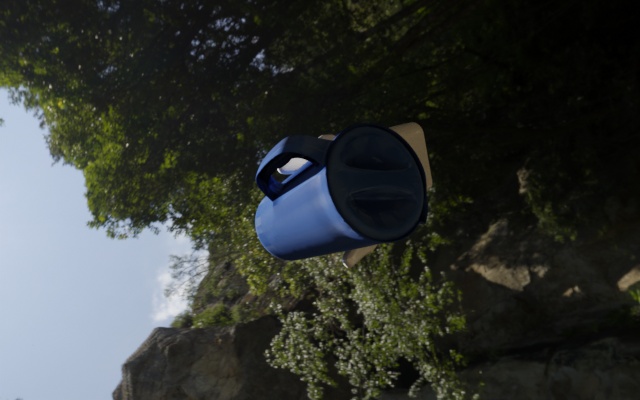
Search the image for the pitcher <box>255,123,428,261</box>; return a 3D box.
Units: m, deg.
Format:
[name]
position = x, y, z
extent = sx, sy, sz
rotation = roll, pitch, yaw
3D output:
[pitcher]
position = 0.000, 0.002, 0.600
extent = 0.145, 0.149, 0.243
rotation = -23, -2, -33
